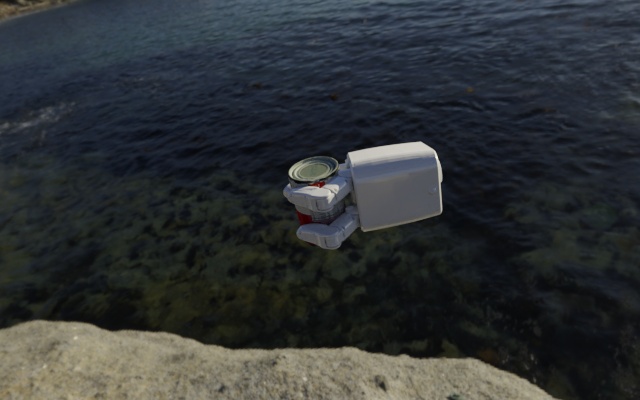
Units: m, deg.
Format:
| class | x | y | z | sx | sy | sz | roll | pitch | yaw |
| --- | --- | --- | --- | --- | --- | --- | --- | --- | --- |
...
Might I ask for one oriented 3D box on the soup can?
| class | x | y | z | sx | sy | sz | roll | pitch | yaw |
| --- | --- | --- | --- | --- | --- | --- | --- | --- | --- |
| soup can | 0.000 | 0.002 | 0.628 | 0.068 | 0.102 | 0.068 | -9 | 31 | 5 |
